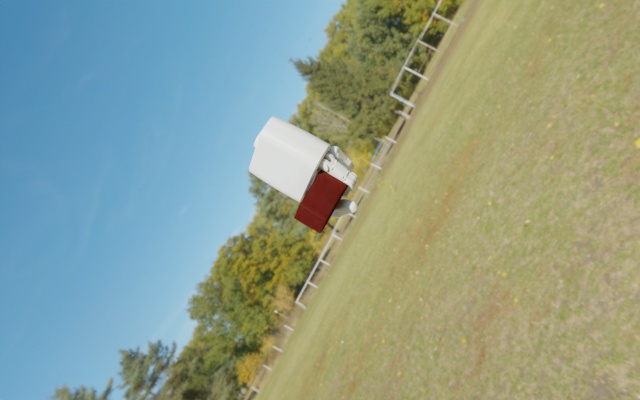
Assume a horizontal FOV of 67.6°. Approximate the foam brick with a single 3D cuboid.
[{"bbox_3d":[0.000,0.003,0.762,0.051,0.078,0.053,30,-27,1],"label":"foam brick"}]
